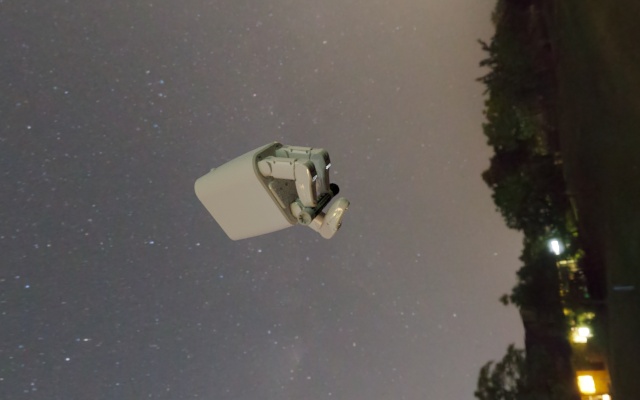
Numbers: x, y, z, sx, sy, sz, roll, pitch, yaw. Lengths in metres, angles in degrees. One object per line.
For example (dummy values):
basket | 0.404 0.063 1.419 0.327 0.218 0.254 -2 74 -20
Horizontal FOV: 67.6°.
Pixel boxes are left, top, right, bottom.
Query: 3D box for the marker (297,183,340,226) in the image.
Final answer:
marker | 0.000 0.002 0.640 0.020 0.020 0.121 0 20 21
